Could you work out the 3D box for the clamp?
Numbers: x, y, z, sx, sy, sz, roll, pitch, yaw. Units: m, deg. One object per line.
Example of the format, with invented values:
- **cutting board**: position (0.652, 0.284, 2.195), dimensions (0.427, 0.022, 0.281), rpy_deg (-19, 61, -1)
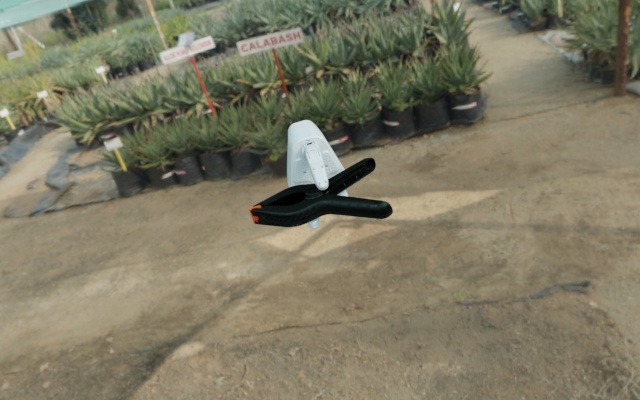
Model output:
- **clamp**: position (-0.001, 0.002, 0.699), dimensions (0.210, 0.036, 0.164), rpy_deg (-17, 27, -2)
